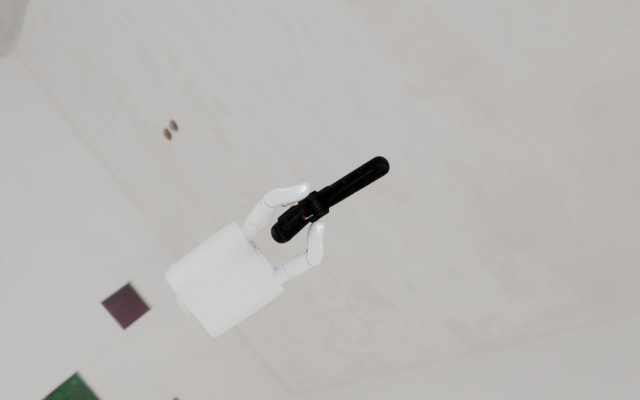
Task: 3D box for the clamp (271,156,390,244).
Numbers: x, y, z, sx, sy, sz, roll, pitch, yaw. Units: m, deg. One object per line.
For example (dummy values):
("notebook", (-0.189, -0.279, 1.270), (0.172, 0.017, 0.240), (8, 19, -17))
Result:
("clamp", (0.000, 0.003, 0.632), (0.164, 0.036, 0.210), (-33, 2, -10))
